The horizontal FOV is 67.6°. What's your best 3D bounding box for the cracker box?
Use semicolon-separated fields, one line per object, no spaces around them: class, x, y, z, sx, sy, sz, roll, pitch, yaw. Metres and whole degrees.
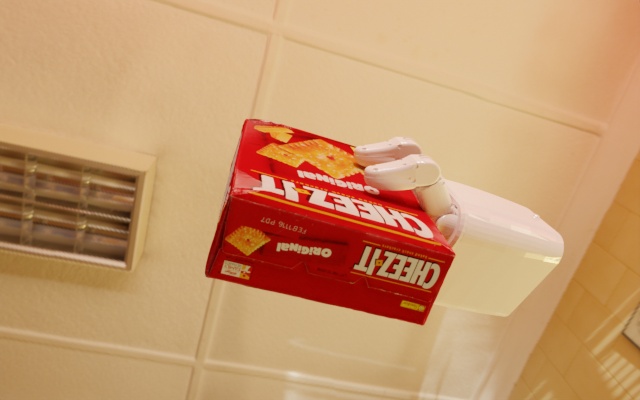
cracker box;0.000;0.001;0.416;0.164;0.072;0.213;15;20;-12
